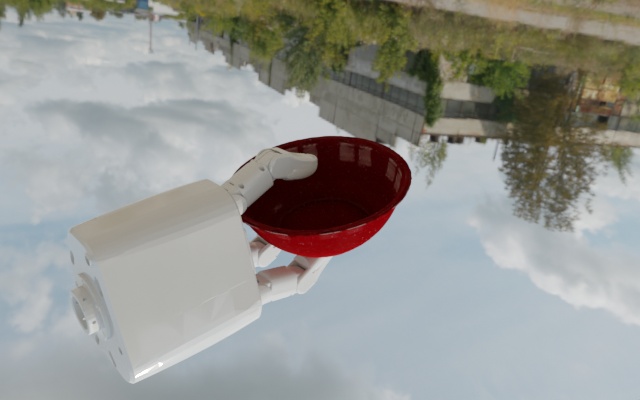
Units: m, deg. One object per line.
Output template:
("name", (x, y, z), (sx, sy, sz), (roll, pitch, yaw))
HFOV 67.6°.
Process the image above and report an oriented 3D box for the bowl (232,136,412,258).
("bowl", (0.001, 0.001, 0.431), (0.162, 0.055, 0.162), (-5, 34, 4))
